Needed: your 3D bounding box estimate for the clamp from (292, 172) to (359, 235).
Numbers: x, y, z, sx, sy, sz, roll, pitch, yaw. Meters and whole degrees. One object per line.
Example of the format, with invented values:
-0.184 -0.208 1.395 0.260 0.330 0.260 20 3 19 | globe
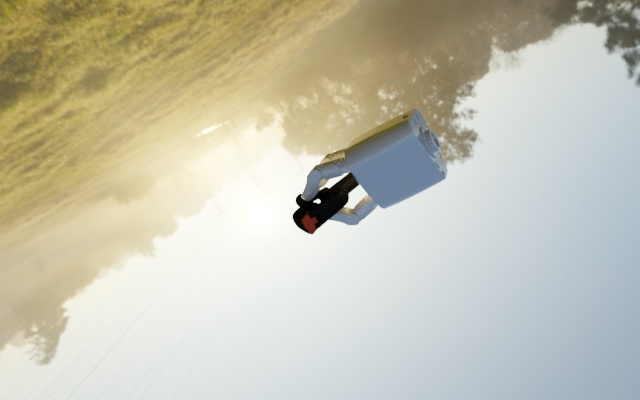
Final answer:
0.001 0.003 0.755 0.164 0.036 0.210 -26 12 28 | clamp
